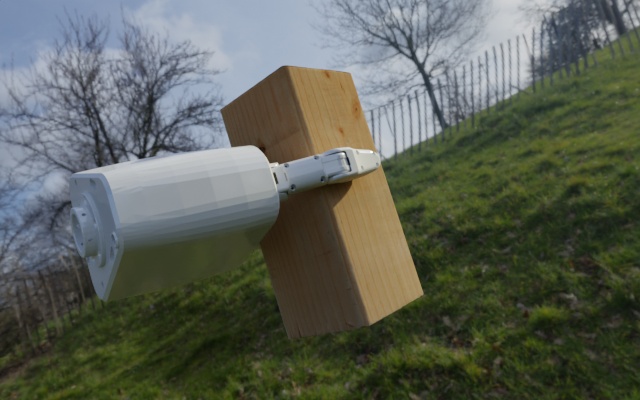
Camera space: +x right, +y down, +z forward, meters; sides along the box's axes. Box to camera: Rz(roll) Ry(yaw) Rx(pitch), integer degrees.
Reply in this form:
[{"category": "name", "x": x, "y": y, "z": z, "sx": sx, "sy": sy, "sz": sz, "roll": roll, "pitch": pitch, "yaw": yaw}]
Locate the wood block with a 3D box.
[{"category": "wood block", "x": 0.000, "y": 0.001, "z": 0.413, "sx": 0.091, "sy": 0.206, "sz": 0.090, "roll": -22, "pitch": -7, "yaw": 40}]
